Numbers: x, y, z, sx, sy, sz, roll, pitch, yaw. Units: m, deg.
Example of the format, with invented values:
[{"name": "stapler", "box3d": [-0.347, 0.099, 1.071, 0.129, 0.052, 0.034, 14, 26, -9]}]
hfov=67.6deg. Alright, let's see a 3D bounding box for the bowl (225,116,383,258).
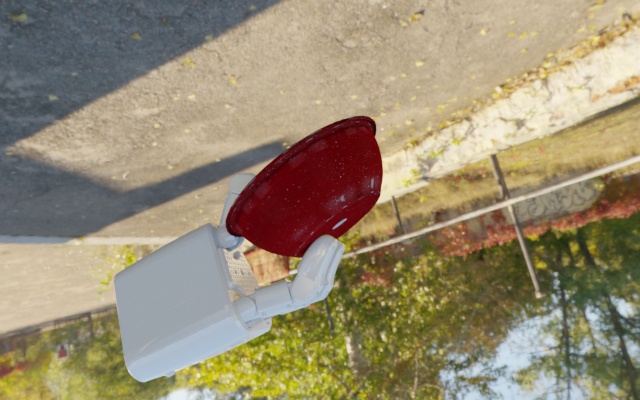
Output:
[{"name": "bowl", "box3d": [0.001, 0.001, 0.417, 0.162, 0.055, 0.162, -35, -15, -11]}]
